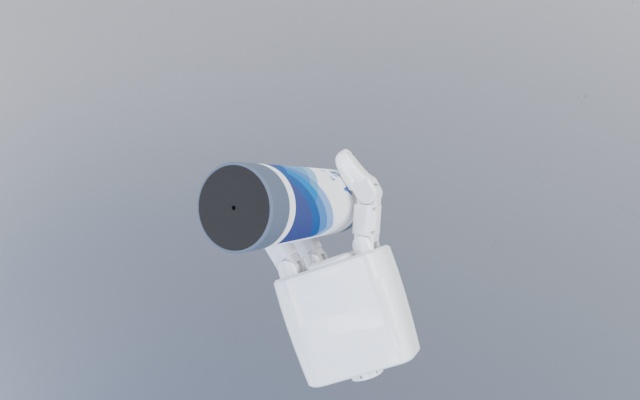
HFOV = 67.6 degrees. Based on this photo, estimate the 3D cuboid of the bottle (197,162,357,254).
[{"bbox_3d":[0.000,0.001,0.475,0.069,0.069,0.295,0,1,25],"label":"bottle"}]
